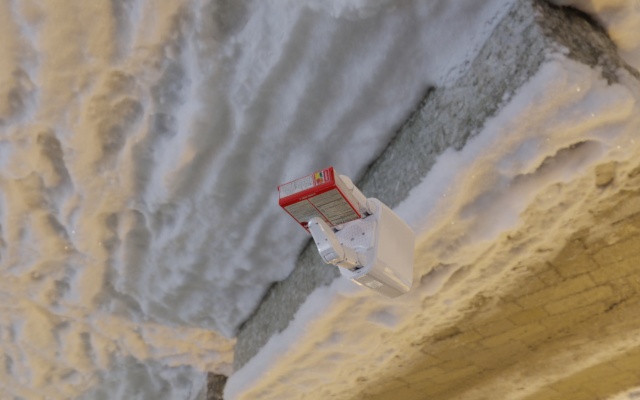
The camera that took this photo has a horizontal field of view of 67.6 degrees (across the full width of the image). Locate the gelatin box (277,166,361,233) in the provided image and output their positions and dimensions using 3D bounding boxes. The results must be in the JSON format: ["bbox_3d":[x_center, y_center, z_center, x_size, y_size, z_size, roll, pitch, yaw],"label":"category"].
[{"bbox_3d":[0.000,0.002,0.584,0.073,0.030,0.089,-19,-34,18],"label":"gelatin box"}]
